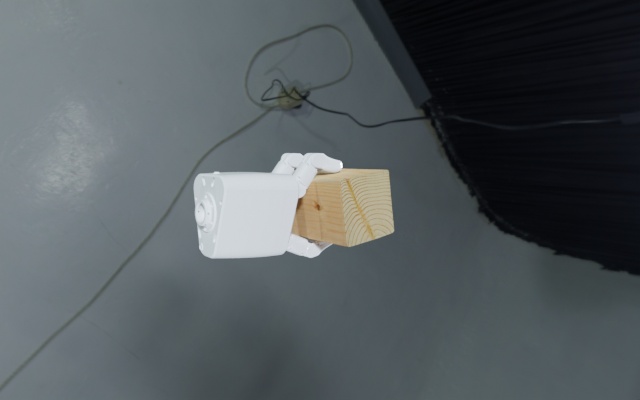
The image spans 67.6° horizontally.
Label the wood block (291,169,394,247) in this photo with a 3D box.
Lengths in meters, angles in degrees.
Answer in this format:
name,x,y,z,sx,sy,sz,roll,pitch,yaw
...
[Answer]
name,x,y,z,sx,sy,sz,roll,pitch,yaw
wood block,0.000,0.003,0.708,0.090,0.091,0.206,-14,13,-36
